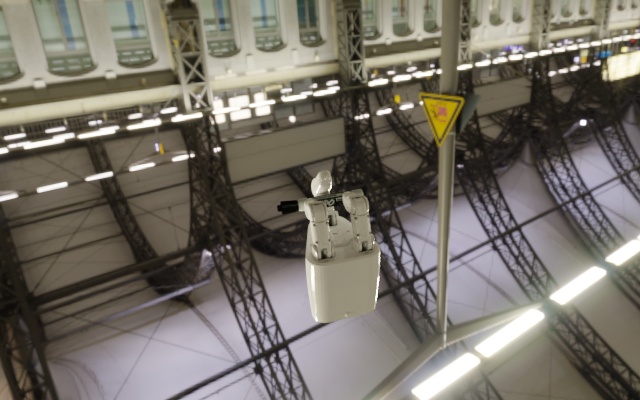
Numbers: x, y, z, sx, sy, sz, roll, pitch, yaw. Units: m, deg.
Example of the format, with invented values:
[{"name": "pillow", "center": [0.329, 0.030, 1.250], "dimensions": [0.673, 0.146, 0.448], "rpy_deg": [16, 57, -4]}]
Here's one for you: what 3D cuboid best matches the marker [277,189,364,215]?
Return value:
[{"name": "marker", "center": [0.000, 0.002, 0.661], "dimensions": [0.121, 0.020, 0.020], "rpy_deg": [-9, 2, -11]}]
